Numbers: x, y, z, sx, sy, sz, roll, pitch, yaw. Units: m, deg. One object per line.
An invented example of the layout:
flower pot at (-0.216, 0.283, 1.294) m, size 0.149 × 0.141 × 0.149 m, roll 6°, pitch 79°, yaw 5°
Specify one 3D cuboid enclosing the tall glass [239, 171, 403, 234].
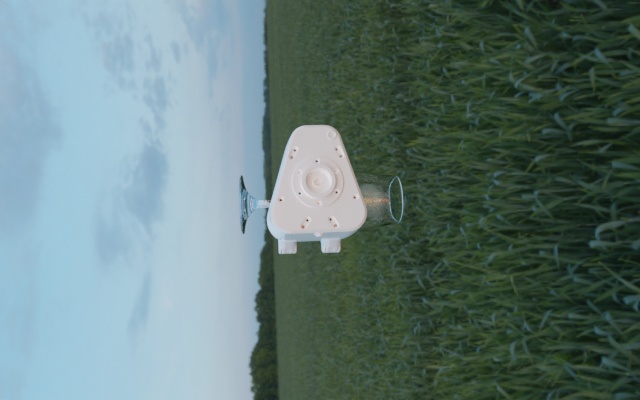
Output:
tall glass at (-0.001, 0.002, 0.608) m, size 0.201 × 0.079 × 0.079 m, roll -2°, pitch 0°, yaw -6°
